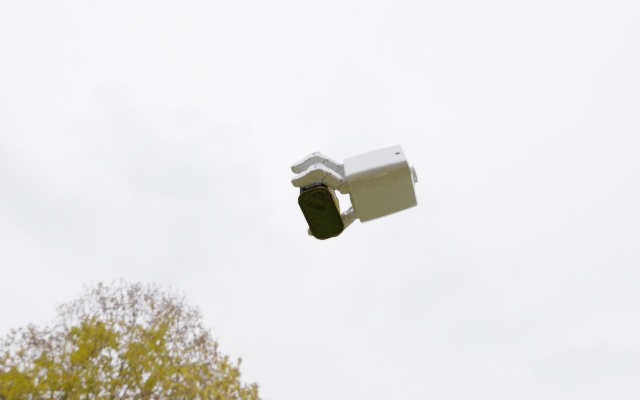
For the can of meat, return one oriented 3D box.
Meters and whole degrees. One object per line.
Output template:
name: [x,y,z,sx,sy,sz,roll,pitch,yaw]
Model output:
can of meat: [0.000,0.003,0.824,0.057,0.102,0.084,-19,29,9]
